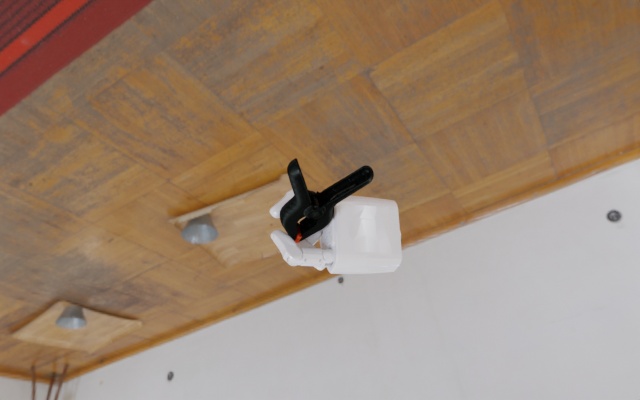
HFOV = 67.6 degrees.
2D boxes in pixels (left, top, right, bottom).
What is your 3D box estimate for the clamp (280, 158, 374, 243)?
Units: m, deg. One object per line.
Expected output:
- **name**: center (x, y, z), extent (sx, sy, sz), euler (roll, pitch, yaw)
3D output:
- **clamp**: center (0.000, 0.003, 0.669), extent (0.120, 0.039, 0.172), euler (3, -35, -14)
